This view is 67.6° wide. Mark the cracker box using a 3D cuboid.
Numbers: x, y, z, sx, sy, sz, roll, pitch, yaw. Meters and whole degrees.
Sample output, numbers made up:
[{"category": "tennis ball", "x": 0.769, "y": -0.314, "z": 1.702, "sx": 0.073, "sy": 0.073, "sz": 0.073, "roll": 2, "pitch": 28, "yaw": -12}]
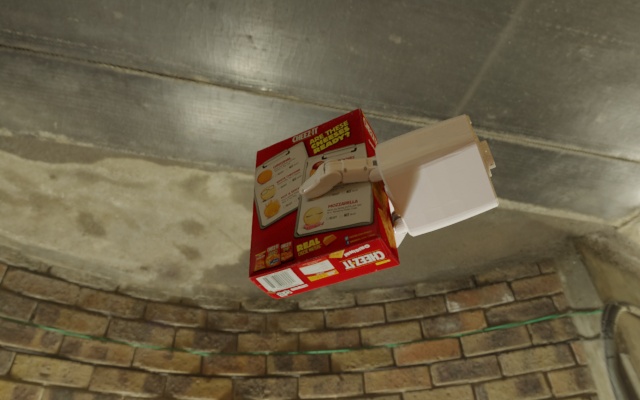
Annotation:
[{"category": "cracker box", "x": 0.000, "y": 0.002, "z": 0.604, "sx": 0.164, "sy": 0.213, "sz": 0.072, "roll": -20, "pitch": -44, "yaw": 18}]
